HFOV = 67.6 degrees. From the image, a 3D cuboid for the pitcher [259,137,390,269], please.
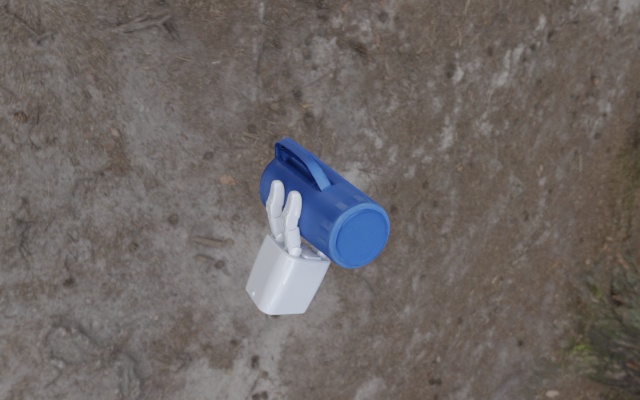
[{"bbox_3d":[0.000,0.003,0.783,0.149,0.145,0.242,18,11,-35],"label":"pitcher"}]
